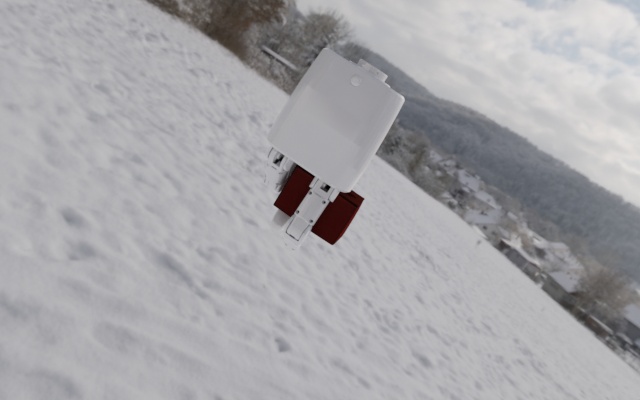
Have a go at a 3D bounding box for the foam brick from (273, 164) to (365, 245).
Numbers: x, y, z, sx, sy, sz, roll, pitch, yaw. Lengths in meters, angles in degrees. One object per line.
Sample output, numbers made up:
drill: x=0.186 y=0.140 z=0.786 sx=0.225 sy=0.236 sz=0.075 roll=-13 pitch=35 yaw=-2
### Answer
foam brick: x=0.000 y=0.002 z=0.506 sx=0.078 sy=0.051 sz=0.053 roll=34 pitch=13 yaw=5
